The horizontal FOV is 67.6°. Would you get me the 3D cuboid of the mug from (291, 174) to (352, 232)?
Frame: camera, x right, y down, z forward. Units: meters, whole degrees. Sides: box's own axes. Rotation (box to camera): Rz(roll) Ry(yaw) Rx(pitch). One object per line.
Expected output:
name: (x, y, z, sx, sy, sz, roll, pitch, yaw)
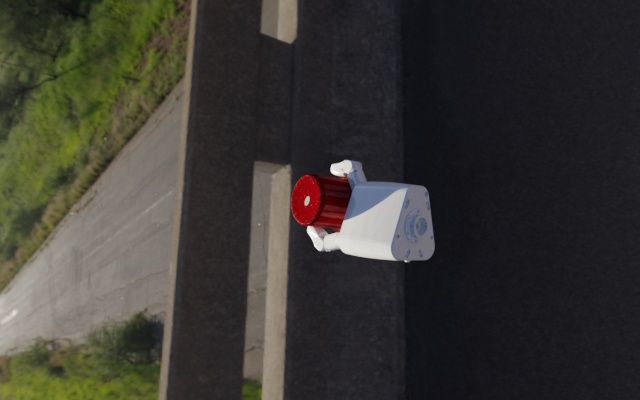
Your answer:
mug: (-0.001, 0.002, 0.771, 0.081, 0.093, 0.117, 8, -5, -39)
